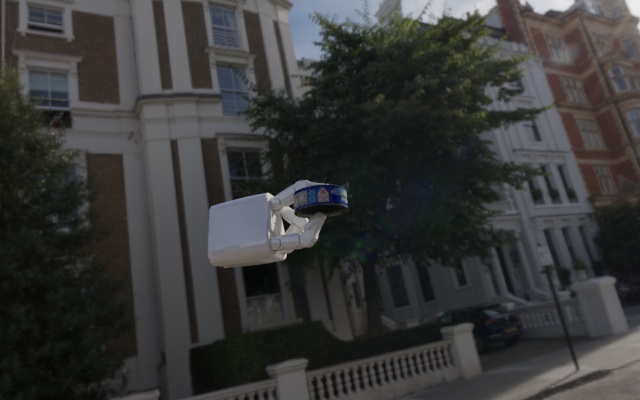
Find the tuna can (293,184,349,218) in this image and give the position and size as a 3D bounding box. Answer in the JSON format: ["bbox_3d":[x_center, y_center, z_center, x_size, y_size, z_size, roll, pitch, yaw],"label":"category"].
[{"bbox_3d":[0.000,0.002,0.751,0.086,0.033,0.086,-5,-15,-1],"label":"tuna can"}]
